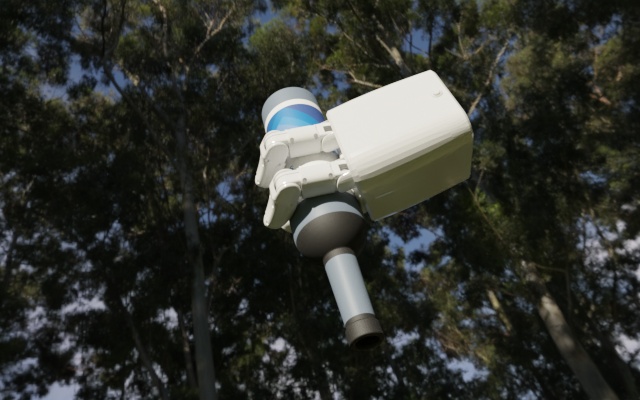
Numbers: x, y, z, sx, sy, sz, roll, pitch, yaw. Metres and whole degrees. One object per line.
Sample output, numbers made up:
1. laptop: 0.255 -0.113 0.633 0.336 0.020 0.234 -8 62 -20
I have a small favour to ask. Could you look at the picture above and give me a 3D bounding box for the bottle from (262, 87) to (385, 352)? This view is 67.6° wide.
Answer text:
1. bottle: 0.000 0.001 0.450 0.069 0.295 0.069 -10 -43 -9
